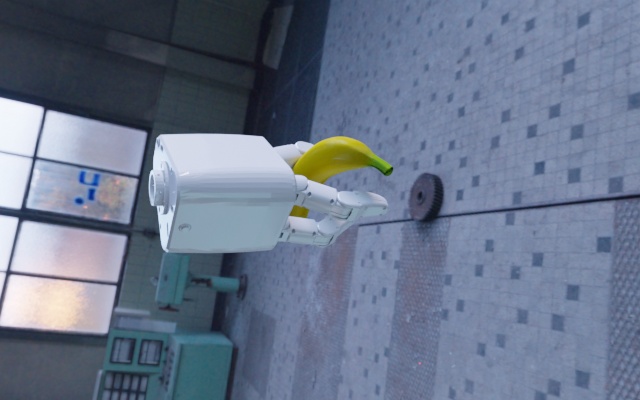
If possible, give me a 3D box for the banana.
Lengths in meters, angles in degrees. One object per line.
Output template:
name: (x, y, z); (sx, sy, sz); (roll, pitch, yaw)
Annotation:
banana: (-0.005, -0.017, 0.514); (0.037, 0.069, 0.198); (-14, -14, -37)
